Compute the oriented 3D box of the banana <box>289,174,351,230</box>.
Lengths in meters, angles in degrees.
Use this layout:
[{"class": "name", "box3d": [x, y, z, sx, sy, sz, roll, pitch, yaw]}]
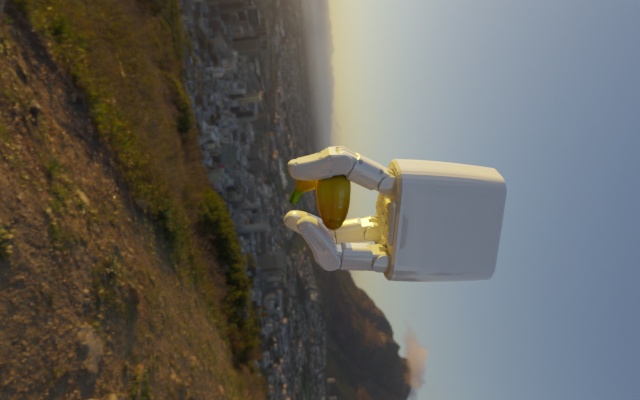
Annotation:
[{"class": "banana", "box3d": [0.003, -0.017, 0.506, 0.037, 0.069, 0.198, 11, 4, -13]}]
